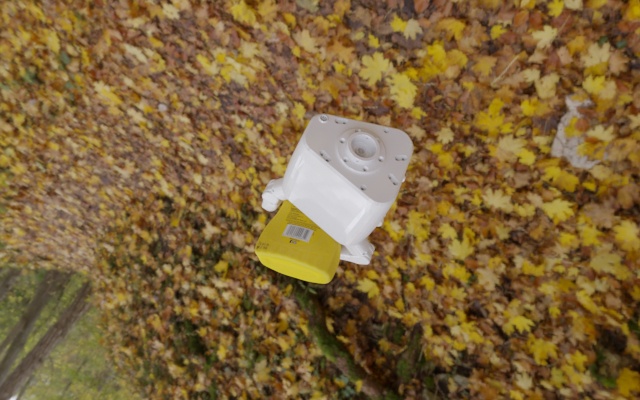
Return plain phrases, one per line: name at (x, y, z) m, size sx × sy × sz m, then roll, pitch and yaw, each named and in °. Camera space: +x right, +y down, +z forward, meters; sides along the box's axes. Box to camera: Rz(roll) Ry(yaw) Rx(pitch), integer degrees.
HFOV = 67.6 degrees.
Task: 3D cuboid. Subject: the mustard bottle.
mustard bottle at (0.000, 0.002, 0.593) m, size 0.096 × 0.191 × 0.058 m, roll 13°, pitch -30°, yaw 20°
